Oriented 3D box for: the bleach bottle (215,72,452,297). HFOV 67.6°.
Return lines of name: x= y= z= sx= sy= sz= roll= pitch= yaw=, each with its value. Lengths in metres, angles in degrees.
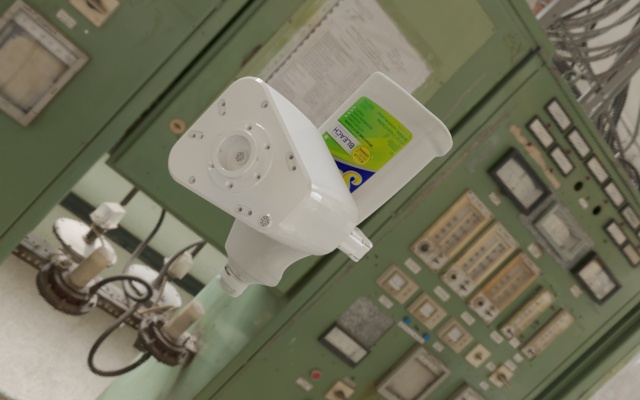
bleach bottle: x=0.000 y=0.001 z=0.456 sx=0.102 sy=0.251 sz=0.068 roll=46 pitch=5 yaw=22
